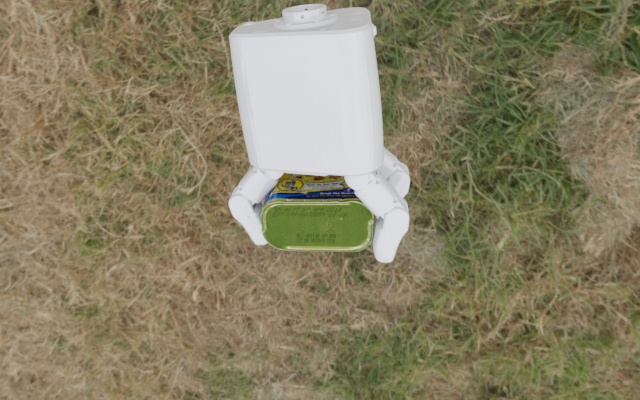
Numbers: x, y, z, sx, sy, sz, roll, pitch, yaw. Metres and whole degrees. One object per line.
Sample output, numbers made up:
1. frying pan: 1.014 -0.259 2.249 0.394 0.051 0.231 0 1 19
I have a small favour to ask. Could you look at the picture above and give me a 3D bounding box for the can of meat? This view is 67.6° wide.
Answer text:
1. can of meat: 0.000 0.002 0.436 0.102 0.057 0.084 -1 30 5
